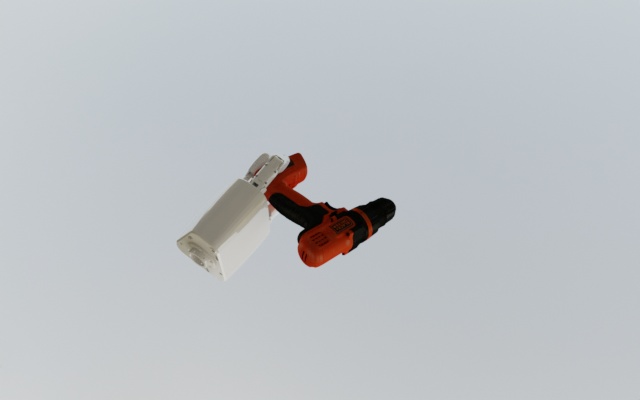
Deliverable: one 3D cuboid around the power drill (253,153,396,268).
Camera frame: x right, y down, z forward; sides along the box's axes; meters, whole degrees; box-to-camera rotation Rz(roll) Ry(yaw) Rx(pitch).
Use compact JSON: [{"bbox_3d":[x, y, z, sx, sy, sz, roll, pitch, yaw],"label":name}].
[{"bbox_3d":[0.000,0.002,0.731,0.184,0.057,0.187,-26,53,-36],"label":"power drill"}]
